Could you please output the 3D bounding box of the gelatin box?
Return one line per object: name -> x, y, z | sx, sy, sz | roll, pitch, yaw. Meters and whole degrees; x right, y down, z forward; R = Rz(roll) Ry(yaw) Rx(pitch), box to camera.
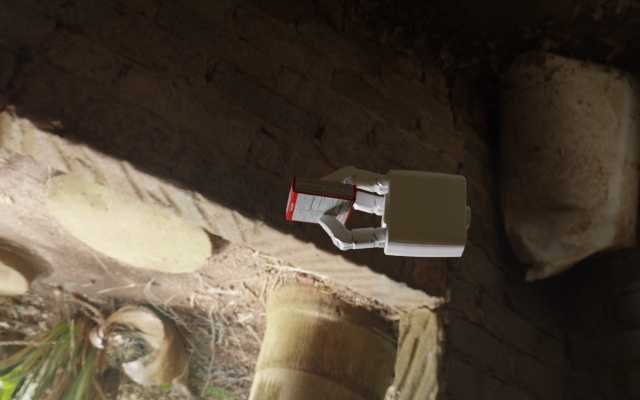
gelatin box -> 0.000, 0.003, 0.674 | 0.089, 0.030, 0.073 | 7, -33, -7
